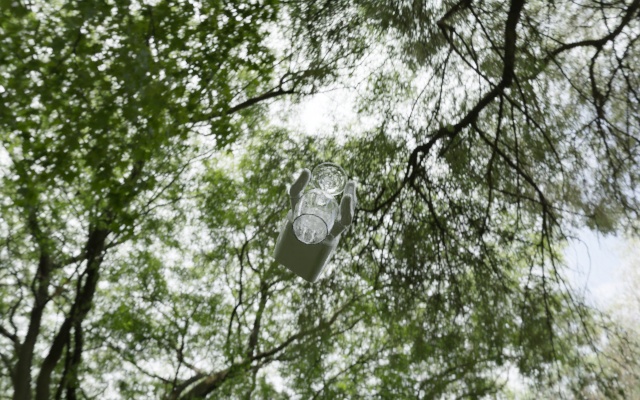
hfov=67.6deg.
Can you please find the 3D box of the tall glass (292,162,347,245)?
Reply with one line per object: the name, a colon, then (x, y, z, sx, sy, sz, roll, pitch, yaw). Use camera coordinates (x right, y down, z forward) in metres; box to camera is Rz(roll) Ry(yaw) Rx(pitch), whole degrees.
tall glass: (0.000, 0.002, 0.883, 0.079, 0.079, 0.201, 0, 27, 12)
